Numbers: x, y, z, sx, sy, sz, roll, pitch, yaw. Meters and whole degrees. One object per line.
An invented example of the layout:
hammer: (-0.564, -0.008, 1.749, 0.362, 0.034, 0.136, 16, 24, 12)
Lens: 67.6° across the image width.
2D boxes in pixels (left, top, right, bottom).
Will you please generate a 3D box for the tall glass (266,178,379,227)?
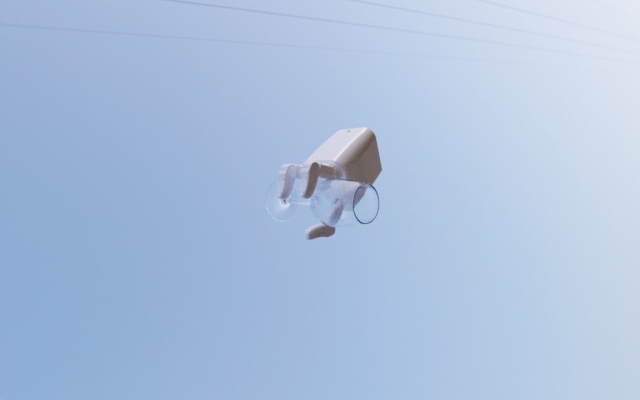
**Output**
tall glass: (0.000, 0.003, 0.784, 0.079, 0.079, 0.201, 0, 1, -44)
